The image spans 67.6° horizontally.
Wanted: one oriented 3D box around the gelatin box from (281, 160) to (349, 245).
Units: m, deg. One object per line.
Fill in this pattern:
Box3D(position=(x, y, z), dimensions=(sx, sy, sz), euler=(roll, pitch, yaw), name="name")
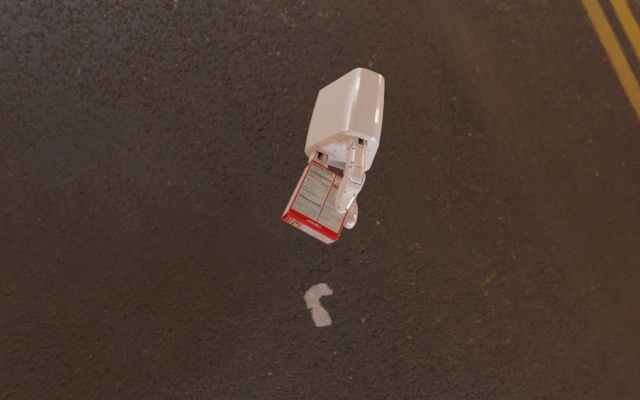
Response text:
Box3D(position=(0.000, 0.002, 0.627), dimensions=(0.073, 0.089, 0.030), euler=(29, -30, -12), name="gelatin box")
